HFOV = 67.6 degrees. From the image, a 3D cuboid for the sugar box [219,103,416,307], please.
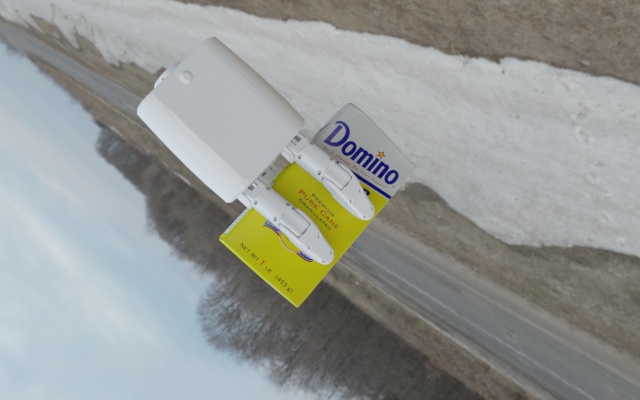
[{"bbox_3d":[0.000,0.001,0.448,0.093,0.176,0.048,43,-11,-11],"label":"sugar box"}]
